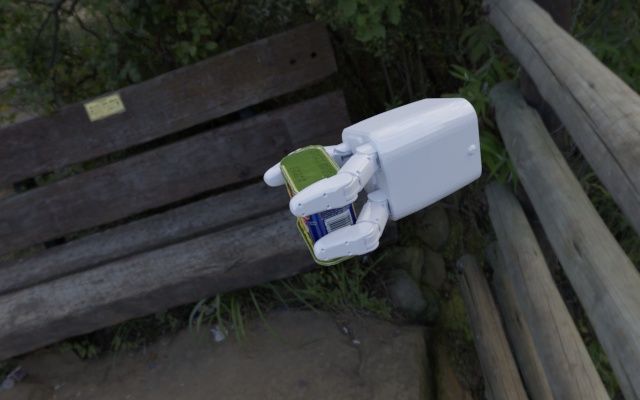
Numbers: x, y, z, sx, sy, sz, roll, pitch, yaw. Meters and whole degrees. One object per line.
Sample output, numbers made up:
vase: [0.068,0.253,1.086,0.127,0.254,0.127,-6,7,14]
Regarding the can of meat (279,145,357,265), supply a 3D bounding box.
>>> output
can of meat: [0.000,0.001,0.490,0.057,0.084,0.102,-22,33,-7]
